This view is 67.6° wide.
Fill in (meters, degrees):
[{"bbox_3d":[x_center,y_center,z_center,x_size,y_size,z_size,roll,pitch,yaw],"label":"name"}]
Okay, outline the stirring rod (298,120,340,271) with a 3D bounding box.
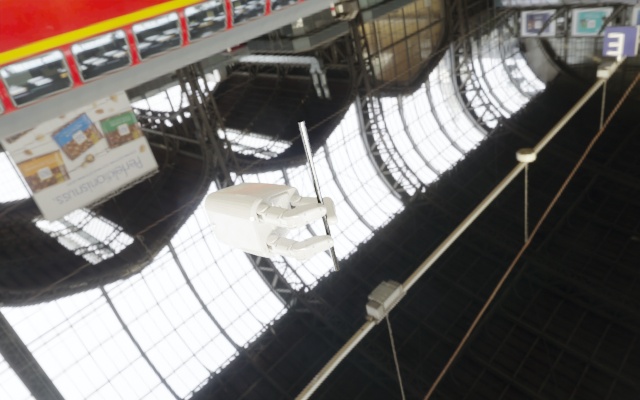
[{"bbox_3d":[0.000,0.002,0.662,0.011,0.240,0.011,-10,30,6],"label":"stirring rod"}]
